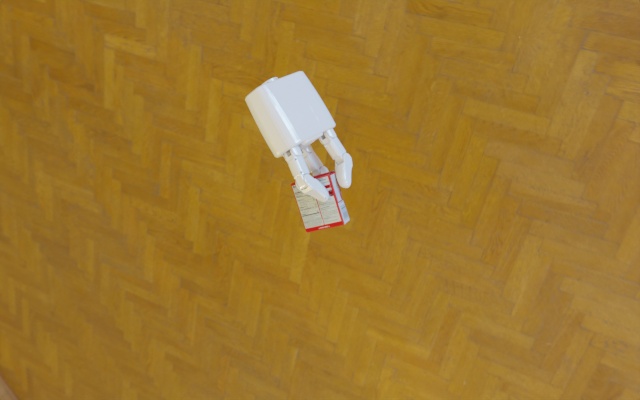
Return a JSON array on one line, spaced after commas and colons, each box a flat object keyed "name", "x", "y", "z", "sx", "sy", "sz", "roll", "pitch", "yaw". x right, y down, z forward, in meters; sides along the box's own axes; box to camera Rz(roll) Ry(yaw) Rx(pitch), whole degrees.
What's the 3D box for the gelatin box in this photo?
[{"name": "gelatin box", "x": 0.000, "y": 0.003, "z": 0.786, "sx": 0.073, "sy": 0.089, "sz": 0.030, "roll": -14, "pitch": 7, "yaw": 27}]
